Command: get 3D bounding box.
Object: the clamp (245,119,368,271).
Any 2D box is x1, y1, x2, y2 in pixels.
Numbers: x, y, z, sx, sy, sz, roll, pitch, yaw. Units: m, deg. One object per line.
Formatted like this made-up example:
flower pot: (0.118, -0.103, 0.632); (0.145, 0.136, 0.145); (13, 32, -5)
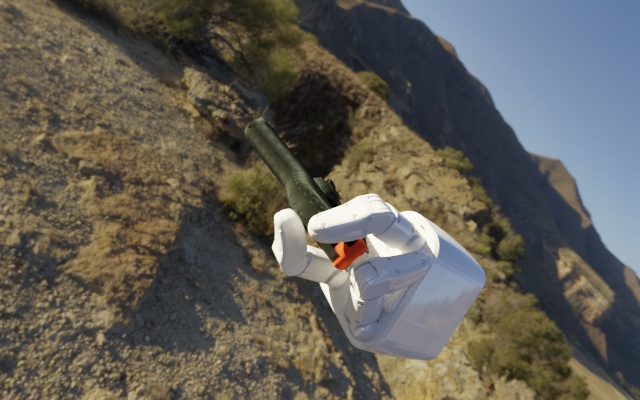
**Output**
clamp: (0.000, 0.001, 0.421); (0.120, 0.039, 0.171); (29, 21, -44)
